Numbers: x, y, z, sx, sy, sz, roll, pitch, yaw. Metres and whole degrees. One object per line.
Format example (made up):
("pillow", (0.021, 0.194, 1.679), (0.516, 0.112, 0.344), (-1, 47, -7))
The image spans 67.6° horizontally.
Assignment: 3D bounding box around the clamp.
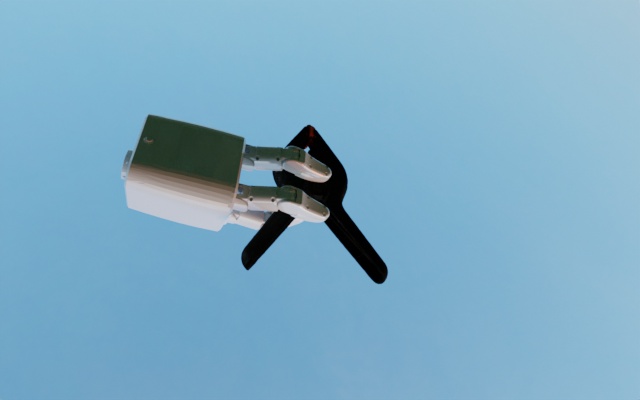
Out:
("clamp", (0.000, 0.002, 0.556), (0.164, 0.209, 0.036), (16, -39, -18))
